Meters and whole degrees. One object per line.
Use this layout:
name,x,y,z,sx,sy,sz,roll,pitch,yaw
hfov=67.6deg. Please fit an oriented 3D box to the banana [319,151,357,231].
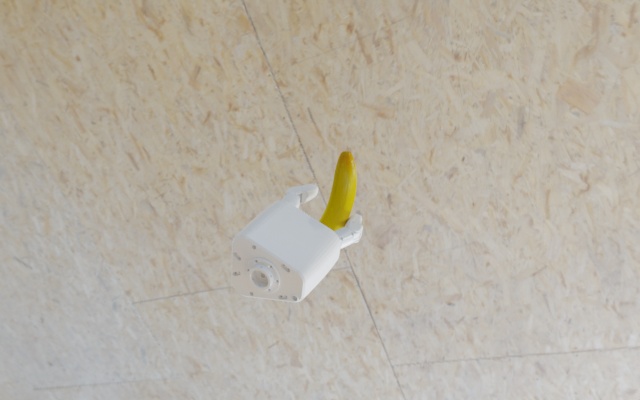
banana,0.012,0.017,0.721,0.069,0.198,0.037,44,36,14
